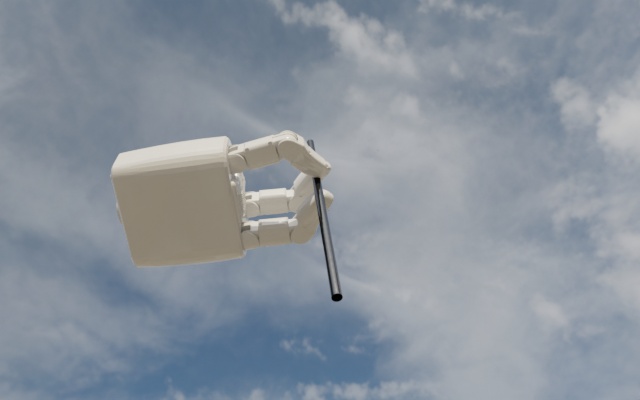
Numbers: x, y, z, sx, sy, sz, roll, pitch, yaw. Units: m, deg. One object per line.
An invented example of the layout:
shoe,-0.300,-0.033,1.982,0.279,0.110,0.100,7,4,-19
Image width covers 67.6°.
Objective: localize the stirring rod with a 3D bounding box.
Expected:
stirring rod,0.000,0.001,0.429,0.011,0.011,0.239,0,33,-6
